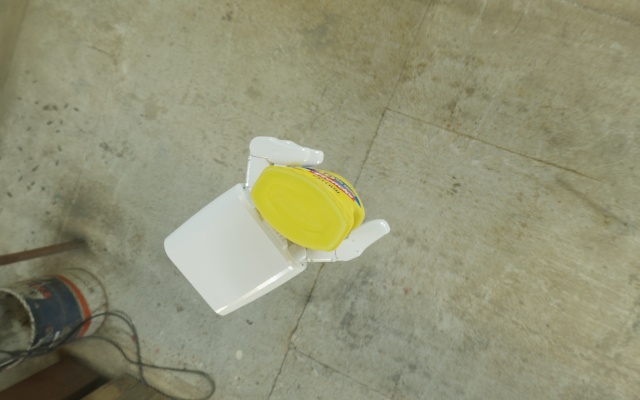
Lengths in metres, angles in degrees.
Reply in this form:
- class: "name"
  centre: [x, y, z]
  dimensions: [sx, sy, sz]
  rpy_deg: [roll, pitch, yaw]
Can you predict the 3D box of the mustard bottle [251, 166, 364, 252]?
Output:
- class: "mustard bottle"
  centre: [0.000, 0.001, 0.513]
  dimensions: [0.096, 0.058, 0.191]
  rpy_deg: [34, 10, 9]
